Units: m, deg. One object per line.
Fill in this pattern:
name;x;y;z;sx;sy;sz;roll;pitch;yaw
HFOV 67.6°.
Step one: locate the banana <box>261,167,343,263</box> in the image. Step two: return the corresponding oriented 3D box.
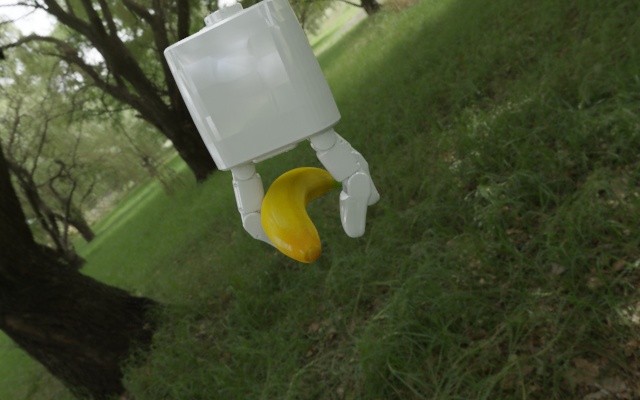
banana;-0.017;0.002;0.421;0.069;0.037;0.197;-4;19;13
